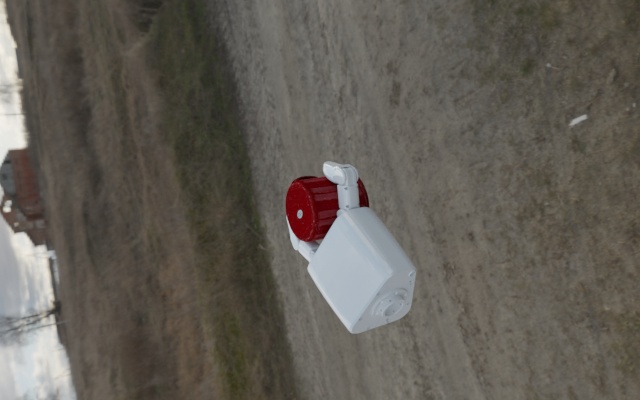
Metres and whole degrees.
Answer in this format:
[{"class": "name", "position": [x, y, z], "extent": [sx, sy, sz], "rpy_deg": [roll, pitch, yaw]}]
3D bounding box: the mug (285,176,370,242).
[{"class": "mug", "position": [-0.001, 0.001, 0.647], "extent": [0.081, 0.093, 0.117], "rpy_deg": [-9, 42, -30]}]
